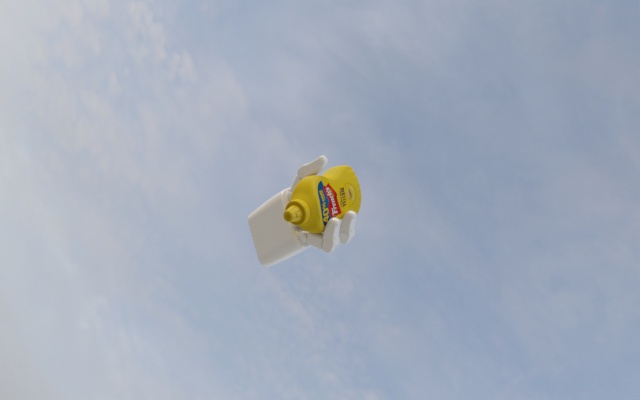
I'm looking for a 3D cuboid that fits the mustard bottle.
[{"bbox_3d":[0.001,0.003,0.807,0.058,0.096,0.191,-1,13,34],"label":"mustard bottle"}]
